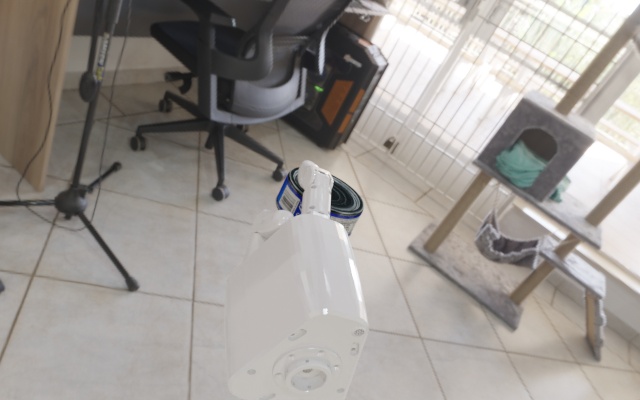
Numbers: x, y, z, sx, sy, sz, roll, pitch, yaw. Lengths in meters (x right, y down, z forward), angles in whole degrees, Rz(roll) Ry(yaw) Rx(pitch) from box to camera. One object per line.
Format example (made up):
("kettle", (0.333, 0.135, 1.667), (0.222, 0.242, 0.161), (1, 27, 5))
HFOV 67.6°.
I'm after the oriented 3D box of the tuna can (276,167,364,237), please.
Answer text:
("tuna can", (0.000, 0.001, 0.484), (0.086, 0.034, 0.086), (22, 25, -11))
